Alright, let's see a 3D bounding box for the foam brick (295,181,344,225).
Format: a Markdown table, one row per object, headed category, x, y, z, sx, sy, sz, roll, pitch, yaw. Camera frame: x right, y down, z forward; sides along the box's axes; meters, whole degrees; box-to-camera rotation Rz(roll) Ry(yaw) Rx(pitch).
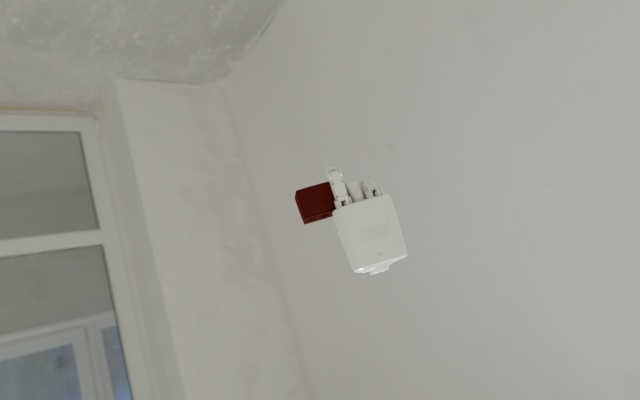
| category | x | y | z | sx | sy | sz | roll | pitch | yaw |
| --- | --- | --- | --- | --- | --- | --- | --- | --- | --- |
| foam brick | 0.000 | 0.003 | 0.816 | 0.078 | 0.051 | 0.053 | -16 | -12 | -7 |
